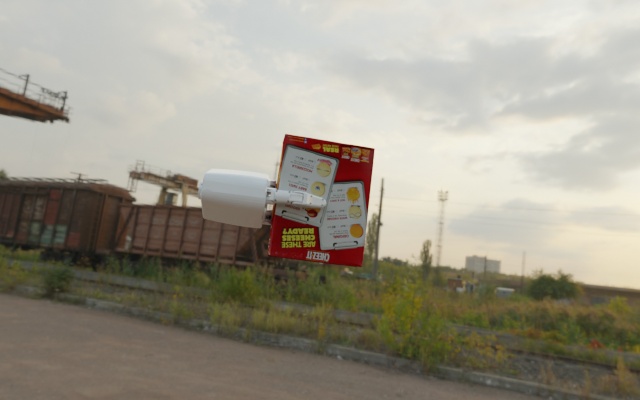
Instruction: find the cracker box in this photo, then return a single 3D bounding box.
[{"bbox_3d":[0.000,0.003,0.849,0.164,0.213,0.072,8,-9,-7],"label":"cracker box"}]
